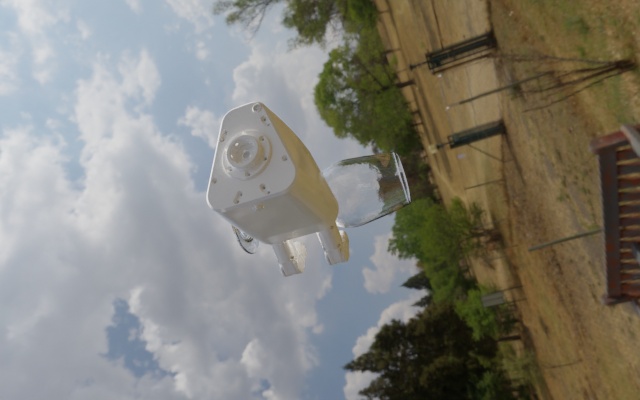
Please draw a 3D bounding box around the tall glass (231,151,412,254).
[{"bbox_3d":[-0.001,0.002,0.555,0.201,0.079,0.079,-16,-4,15],"label":"tall glass"}]
